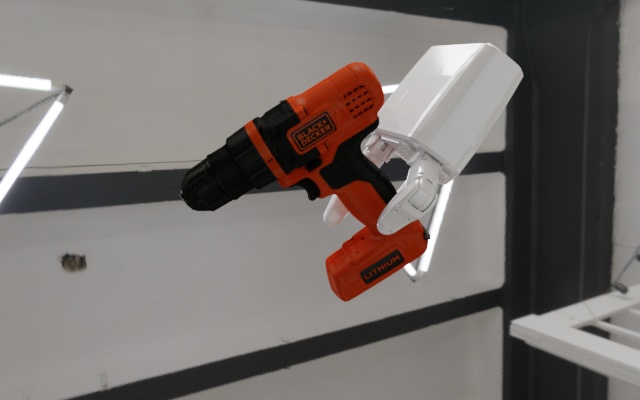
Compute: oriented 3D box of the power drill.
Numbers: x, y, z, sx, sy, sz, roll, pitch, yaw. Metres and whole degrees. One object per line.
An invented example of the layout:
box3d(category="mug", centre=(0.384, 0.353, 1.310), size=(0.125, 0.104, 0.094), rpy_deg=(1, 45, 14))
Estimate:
box3d(category="power drill", centre=(0.001, 0.002, 0.419), size=(0.184, 0.188, 0.057), rpy_deg=(-32, 30, 3))
